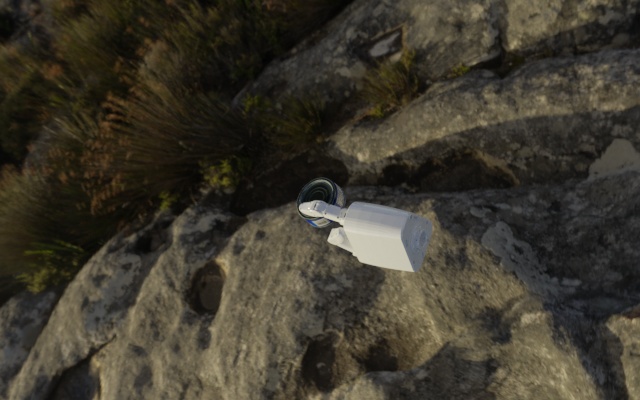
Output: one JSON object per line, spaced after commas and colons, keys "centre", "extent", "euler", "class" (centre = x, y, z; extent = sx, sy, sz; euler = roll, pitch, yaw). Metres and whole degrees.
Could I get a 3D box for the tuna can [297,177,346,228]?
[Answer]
{"centre": [0.000, 0.003, 0.853], "extent": [0.086, 0.086, 0.034], "euler": [0, -25, 37], "class": "tuna can"}
